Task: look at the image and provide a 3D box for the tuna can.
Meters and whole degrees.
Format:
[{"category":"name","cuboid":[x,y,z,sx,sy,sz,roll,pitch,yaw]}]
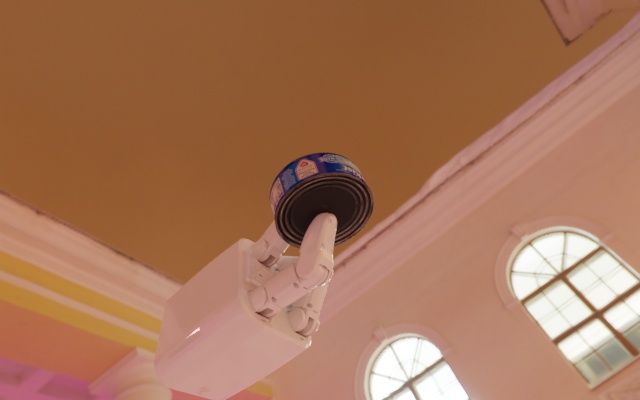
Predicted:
[{"category":"tuna can","cuboid":[0.000,0.001,0.412,0.086,0.086,0.033,0,41,-19]}]
